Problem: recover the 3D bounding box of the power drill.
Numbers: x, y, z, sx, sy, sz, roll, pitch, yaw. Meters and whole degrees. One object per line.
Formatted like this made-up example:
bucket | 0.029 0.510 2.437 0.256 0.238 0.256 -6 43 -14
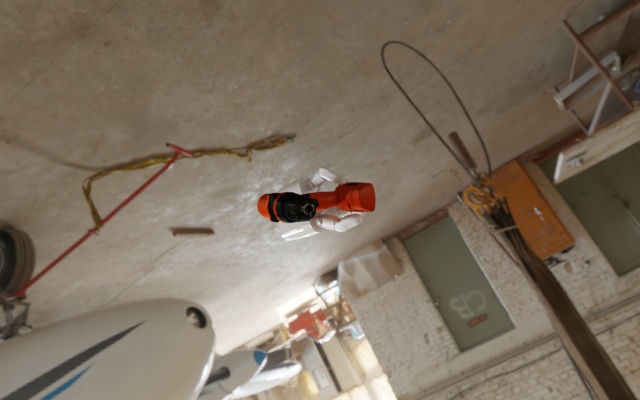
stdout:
power drill | 0.000 0.003 0.838 0.187 0.057 0.184 -6 6 -27
